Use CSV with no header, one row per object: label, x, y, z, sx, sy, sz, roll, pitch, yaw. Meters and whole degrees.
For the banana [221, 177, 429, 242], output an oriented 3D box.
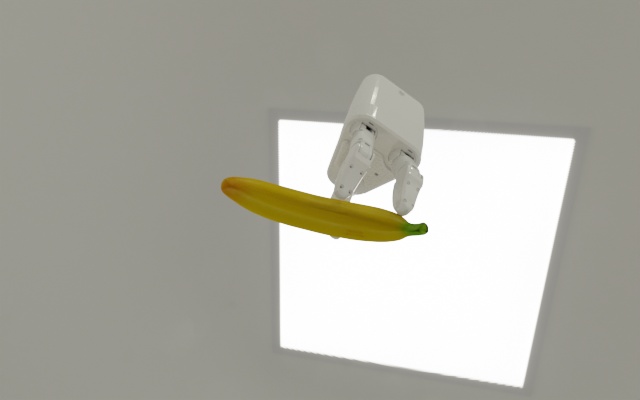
banana,0.003,0.010,0.472,0.198,0.037,0.070,11,-24,2
